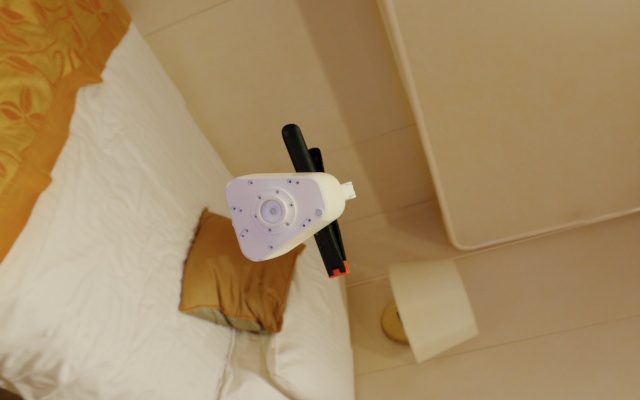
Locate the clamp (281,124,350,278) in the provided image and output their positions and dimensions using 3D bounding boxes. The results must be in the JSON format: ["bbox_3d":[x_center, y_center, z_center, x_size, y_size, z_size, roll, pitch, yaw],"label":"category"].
[{"bbox_3d":[0.001,0.003,0.675,0.036,0.210,0.164,-17,-1,10],"label":"clamp"}]
